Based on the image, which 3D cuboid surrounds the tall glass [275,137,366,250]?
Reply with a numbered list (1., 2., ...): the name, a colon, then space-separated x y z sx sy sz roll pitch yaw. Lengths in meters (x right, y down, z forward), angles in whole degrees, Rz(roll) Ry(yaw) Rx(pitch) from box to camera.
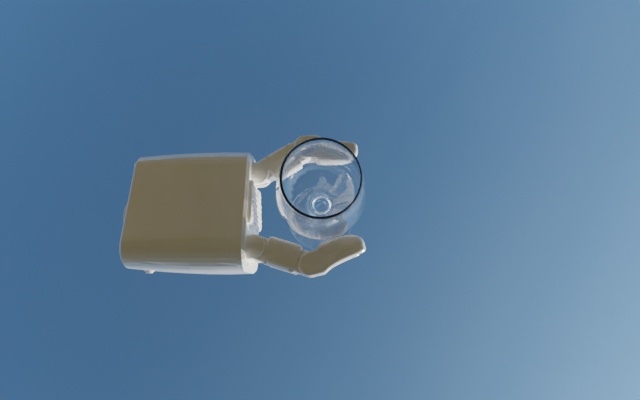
1. tall glass: 0.000 0.002 0.448 0.079 0.079 0.201 0 -11 0
